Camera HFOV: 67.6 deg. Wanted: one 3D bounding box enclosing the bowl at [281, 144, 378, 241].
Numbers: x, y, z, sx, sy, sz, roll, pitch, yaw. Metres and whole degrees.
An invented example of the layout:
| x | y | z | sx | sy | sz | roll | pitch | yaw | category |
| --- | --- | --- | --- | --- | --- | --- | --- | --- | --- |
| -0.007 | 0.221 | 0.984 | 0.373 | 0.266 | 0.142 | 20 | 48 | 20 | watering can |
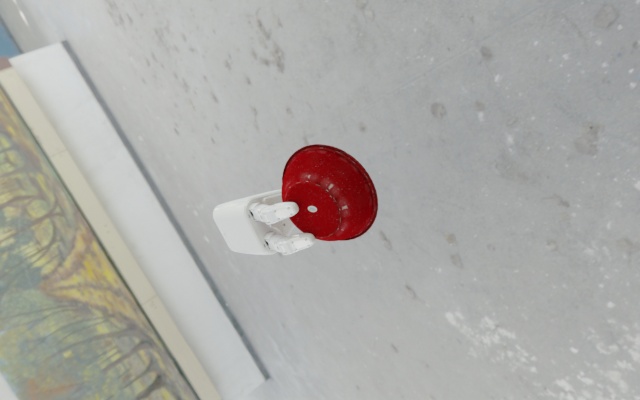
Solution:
| x | y | z | sx | sy | sz | roll | pitch | yaw | category |
| --- | --- | --- | --- | --- | --- | --- | --- | --- | --- |
| 0.001 | 0.002 | 0.698 | 0.162 | 0.162 | 0.055 | 0 | 27 | 31 | bowl |
